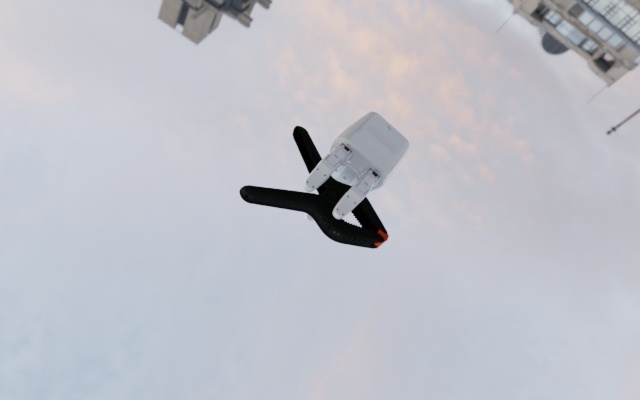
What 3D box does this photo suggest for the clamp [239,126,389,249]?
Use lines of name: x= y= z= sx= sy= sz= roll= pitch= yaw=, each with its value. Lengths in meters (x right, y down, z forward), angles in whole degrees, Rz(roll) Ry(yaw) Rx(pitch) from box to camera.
clamp: x=0.000 y=0.003 z=0.666 sx=0.164 sy=0.210 sz=0.036 roll=-47 pitch=-2 yaw=-40
